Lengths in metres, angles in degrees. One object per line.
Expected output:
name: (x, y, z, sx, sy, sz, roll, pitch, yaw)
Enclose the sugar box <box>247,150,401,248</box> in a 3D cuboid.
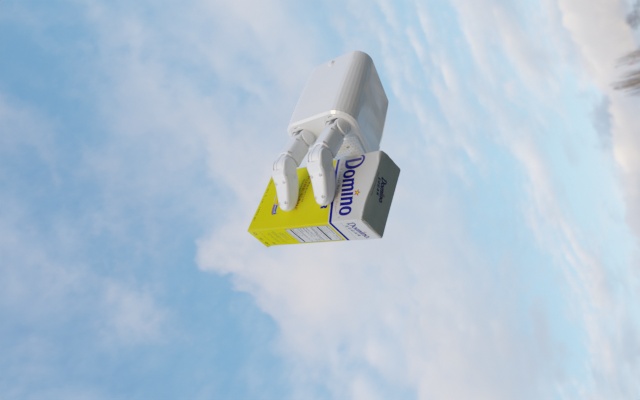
sugar box: (0.000, 0.001, 0.554, 0.176, 0.093, 0.048, -12, -41, 42)
